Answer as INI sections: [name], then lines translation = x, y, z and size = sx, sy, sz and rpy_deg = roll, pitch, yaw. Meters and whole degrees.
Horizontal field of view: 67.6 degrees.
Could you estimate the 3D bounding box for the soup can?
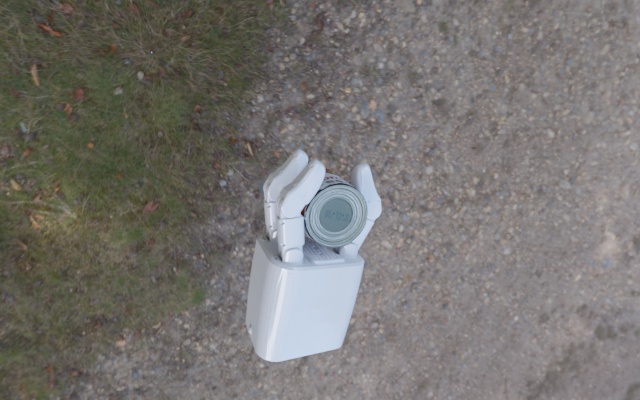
[soup can]
translation = 0.000, 0.001, 0.509
size = 0.068, 0.068, 0.102
rpy_deg = 0, 16, -19
